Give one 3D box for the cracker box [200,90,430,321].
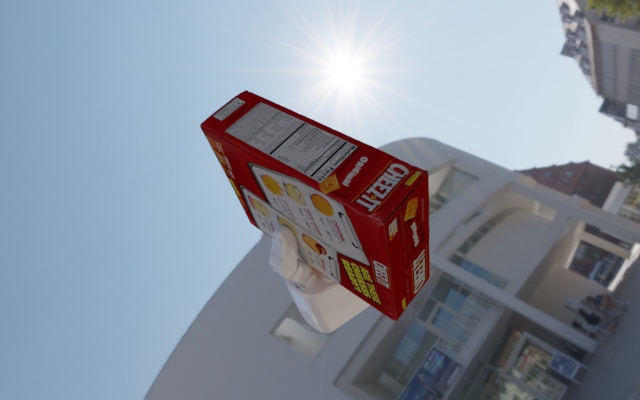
[{"bbox_3d":[0.000,0.002,0.465,0.213,0.072,0.164,29,-27,31],"label":"cracker box"}]
